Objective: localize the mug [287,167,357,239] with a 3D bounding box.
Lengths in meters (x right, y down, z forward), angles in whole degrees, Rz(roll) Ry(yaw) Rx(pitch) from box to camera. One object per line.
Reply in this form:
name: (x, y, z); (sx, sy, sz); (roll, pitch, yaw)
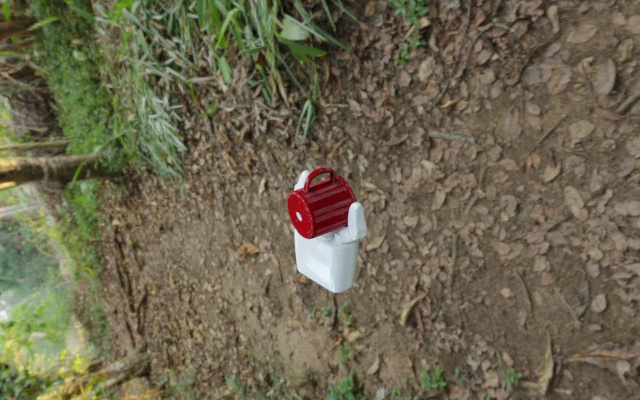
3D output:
mug: (0.000, 0.001, 0.755); (0.081, 0.117, 0.093); (-20, 39, -27)
